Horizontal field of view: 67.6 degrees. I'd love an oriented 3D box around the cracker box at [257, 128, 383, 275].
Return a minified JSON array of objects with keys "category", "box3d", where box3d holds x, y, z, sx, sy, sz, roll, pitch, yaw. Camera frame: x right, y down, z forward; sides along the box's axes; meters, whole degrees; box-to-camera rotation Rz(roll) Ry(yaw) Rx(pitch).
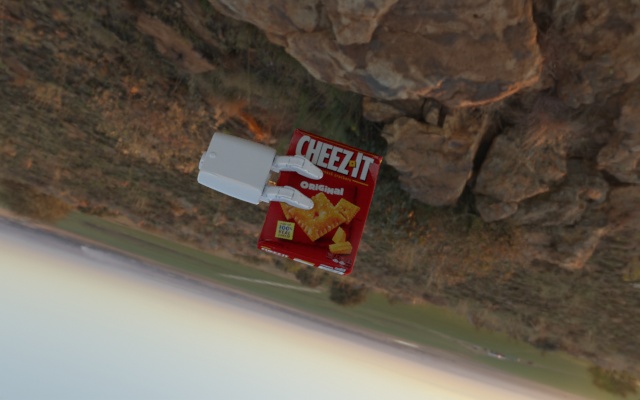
[{"category":"cracker box","box3d":[0.000,0.003,0.824,0.164,0.213,0.072,18,-15,-4]}]
